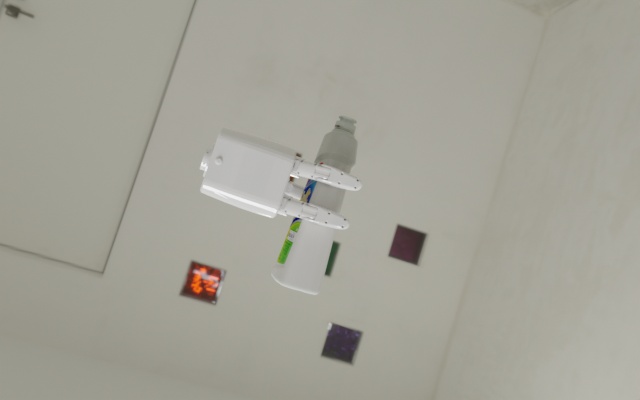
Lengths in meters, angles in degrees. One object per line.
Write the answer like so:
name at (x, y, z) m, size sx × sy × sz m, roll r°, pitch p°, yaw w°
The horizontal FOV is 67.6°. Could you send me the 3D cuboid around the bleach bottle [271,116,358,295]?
bleach bottle at (0.000, 0.002, 0.690) m, size 0.068 × 0.251 × 0.102 m, roll 18°, pitch -3°, yaw -13°
